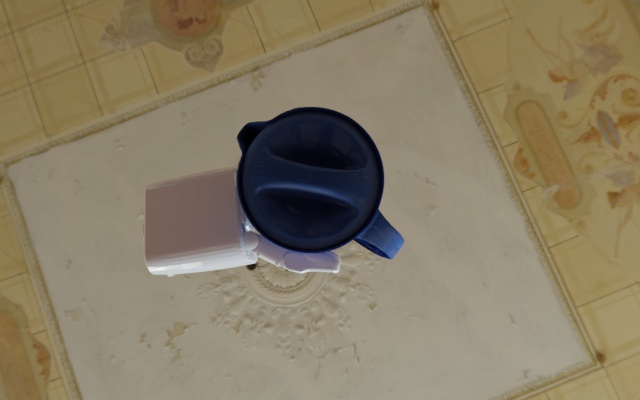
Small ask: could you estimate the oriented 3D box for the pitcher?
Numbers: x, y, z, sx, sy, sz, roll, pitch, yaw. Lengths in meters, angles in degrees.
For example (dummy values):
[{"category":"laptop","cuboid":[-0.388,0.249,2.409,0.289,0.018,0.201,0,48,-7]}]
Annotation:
[{"category":"pitcher","cuboid":[0.000,0.002,0.538,0.145,0.149,0.243,-9,-7,0]}]
